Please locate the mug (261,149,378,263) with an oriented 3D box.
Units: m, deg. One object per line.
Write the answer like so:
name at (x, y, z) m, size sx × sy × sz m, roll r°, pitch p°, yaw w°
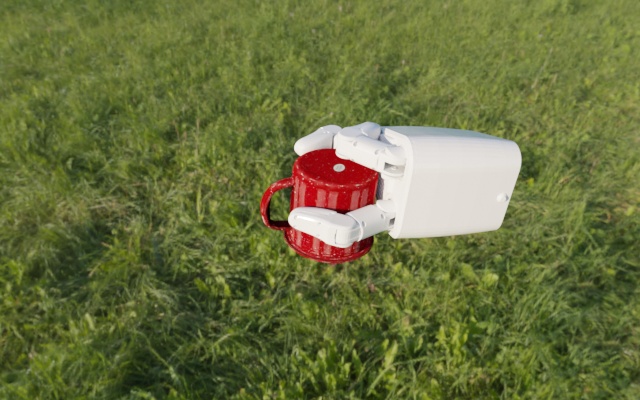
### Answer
mug at (-0.001, 0.001, 0.466) m, size 0.117 × 0.081 × 0.093 m, roll -2°, pitch 32°, yaw -12°
